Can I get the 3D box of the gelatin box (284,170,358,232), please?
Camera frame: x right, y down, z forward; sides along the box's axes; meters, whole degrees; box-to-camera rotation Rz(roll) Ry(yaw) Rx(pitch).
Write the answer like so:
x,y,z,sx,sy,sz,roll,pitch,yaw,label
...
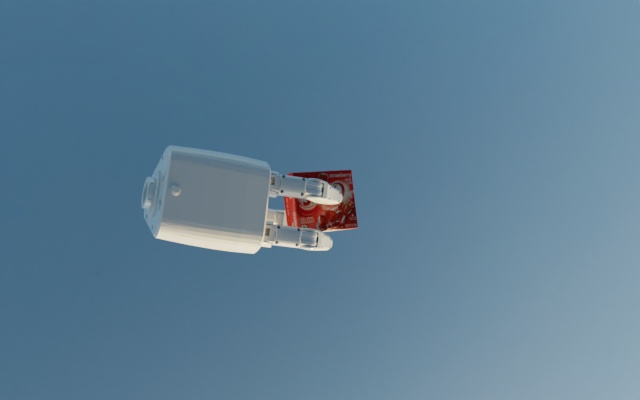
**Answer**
x,y,z,sx,sy,sz,roll,pitch,yaw,label
0.000,0.002,0.575,0.089,0.073,0.030,-4,-4,-34,gelatin box
